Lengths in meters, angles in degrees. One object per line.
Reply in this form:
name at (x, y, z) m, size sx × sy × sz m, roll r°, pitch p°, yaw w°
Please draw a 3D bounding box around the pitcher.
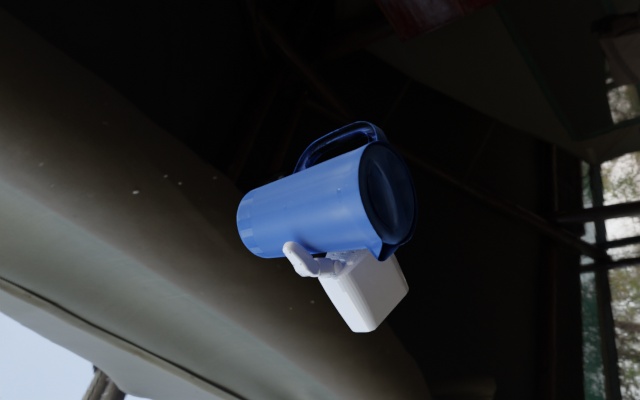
pitcher at (0.000, 0.002, 0.662) m, size 0.243 × 0.145 × 0.149 m, roll -14°, pitch 26°, yaw 38°
